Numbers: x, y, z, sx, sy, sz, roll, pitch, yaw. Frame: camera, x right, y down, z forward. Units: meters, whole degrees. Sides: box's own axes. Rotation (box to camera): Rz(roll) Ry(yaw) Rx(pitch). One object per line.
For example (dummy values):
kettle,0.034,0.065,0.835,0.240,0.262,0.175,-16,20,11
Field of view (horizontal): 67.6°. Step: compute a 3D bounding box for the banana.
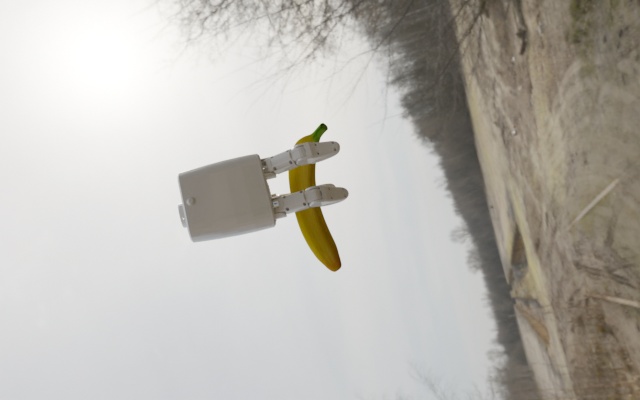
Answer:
banana,-0.012,-0.001,0.648,0.037,0.198,0.069,-11,6,-37
